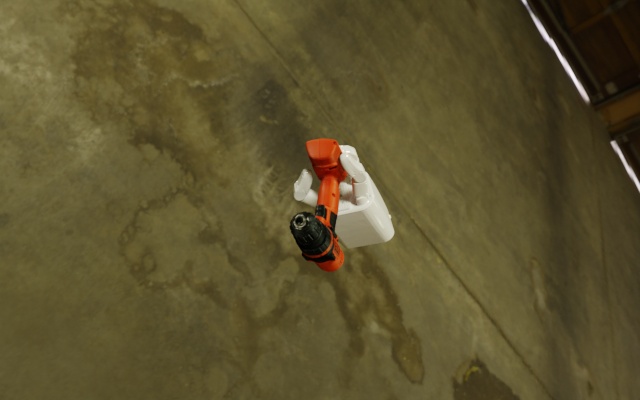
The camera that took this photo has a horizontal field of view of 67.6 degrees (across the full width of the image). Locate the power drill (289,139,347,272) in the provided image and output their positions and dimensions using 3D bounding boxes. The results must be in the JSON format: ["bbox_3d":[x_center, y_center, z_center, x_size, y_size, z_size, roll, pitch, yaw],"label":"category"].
[{"bbox_3d":[0.000,0.002,0.741,0.057,0.187,0.184,0,-24,14],"label":"power drill"}]
